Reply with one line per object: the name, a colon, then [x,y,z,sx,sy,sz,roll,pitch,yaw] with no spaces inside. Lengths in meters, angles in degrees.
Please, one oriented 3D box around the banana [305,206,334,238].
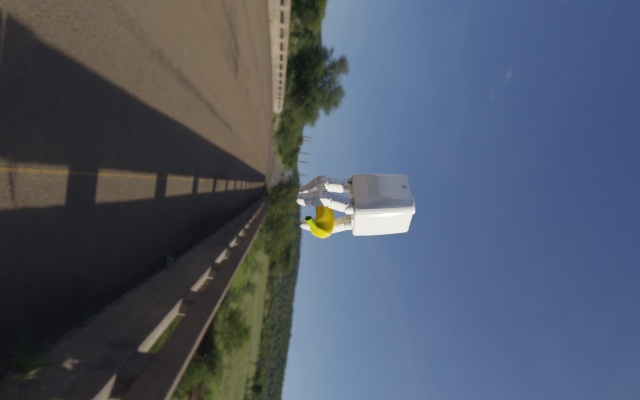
banana: [0.004,0.021,0.898,0.037,0.070,0.197,-11,20,8]
